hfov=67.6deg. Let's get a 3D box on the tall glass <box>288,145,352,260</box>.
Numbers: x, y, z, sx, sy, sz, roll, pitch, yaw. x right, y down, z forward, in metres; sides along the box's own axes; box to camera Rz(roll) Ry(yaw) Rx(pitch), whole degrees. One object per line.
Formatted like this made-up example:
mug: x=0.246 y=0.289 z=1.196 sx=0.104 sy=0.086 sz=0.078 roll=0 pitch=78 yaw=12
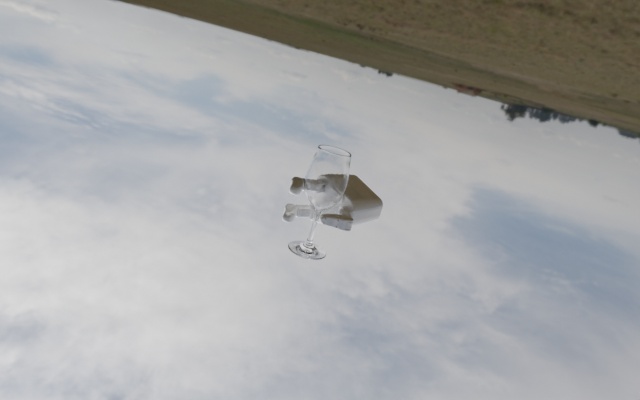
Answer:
tall glass: x=0.000 y=0.004 z=0.873 sx=0.079 sy=0.201 sz=0.079 roll=14 pitch=18 yaw=-5
